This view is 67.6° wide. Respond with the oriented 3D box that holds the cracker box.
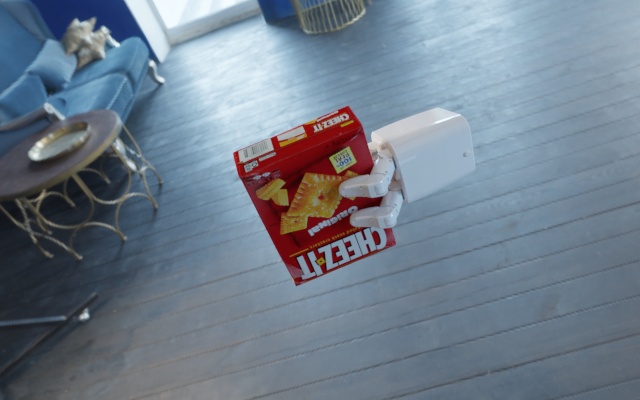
[{"bbox_3d":[0.000,0.002,0.653,0.164,0.214,0.072,-22,37,-1],"label":"cracker box"}]
